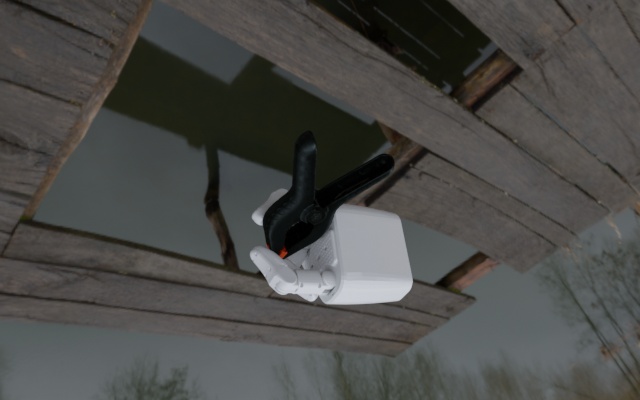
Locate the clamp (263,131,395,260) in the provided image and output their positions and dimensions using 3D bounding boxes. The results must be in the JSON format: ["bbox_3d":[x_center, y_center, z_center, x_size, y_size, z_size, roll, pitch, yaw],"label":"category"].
[{"bbox_3d":[0.000,0.002,0.506,0.120,0.039,0.171,7,-45,-28],"label":"clamp"}]
